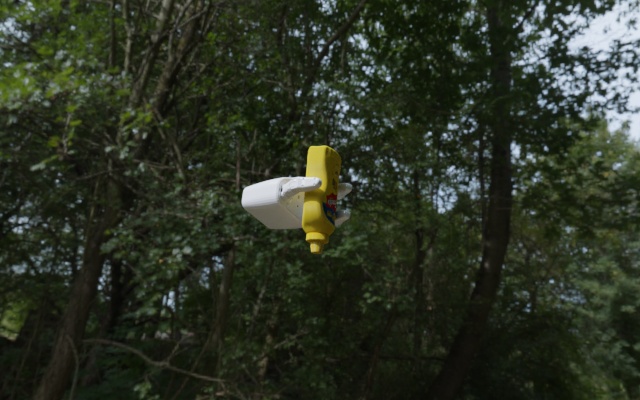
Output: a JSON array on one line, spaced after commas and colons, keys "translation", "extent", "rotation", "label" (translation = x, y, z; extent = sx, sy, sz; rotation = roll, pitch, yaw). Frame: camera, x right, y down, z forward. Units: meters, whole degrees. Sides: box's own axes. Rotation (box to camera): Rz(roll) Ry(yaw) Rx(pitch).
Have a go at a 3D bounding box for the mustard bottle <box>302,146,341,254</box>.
[{"translation": [0.000, 0.003, 0.880], "extent": [0.058, 0.191, 0.096], "rotation": [0, -18, 17], "label": "mustard bottle"}]
